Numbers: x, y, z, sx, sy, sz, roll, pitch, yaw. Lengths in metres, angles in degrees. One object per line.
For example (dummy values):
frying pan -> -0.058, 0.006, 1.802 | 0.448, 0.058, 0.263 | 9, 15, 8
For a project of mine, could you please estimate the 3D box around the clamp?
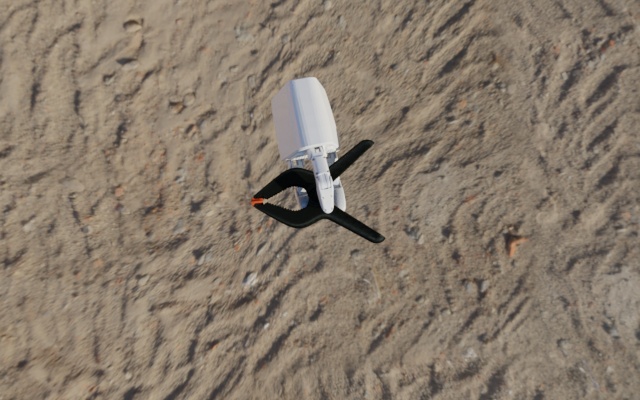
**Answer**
clamp -> 0.000, 0.002, 0.742 | 0.210, 0.164, 0.036 | -12, -6, -6
